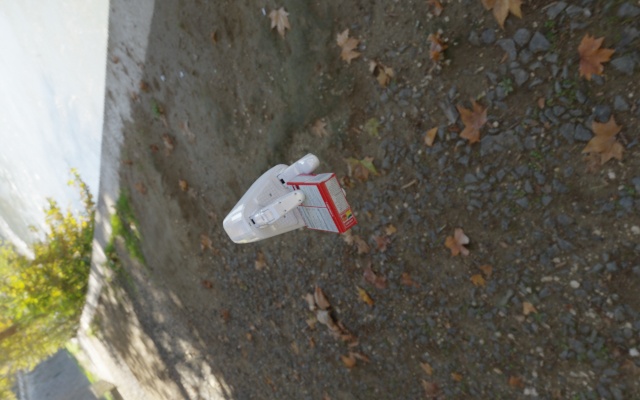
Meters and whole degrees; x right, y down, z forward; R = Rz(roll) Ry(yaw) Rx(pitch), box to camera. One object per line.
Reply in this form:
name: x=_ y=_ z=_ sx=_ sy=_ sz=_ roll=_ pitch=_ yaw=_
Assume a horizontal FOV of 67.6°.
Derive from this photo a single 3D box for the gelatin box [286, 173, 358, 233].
gelatin box: x=0.000 y=0.002 z=0.621 sx=0.030 sy=0.073 sz=0.089 roll=-34 pitch=19 yaw=-26
